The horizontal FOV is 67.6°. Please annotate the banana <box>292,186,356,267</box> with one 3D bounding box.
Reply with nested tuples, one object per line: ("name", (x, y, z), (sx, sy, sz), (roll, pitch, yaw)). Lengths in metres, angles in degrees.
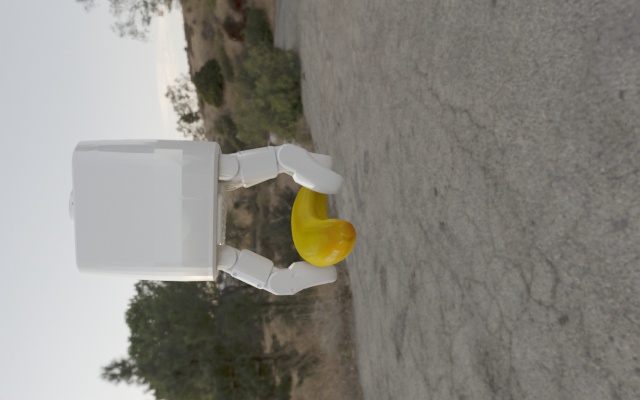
("banana", (-0.003, 0.018, 0.423), (0.037, 0.070, 0.197), (7, 19, -9))
